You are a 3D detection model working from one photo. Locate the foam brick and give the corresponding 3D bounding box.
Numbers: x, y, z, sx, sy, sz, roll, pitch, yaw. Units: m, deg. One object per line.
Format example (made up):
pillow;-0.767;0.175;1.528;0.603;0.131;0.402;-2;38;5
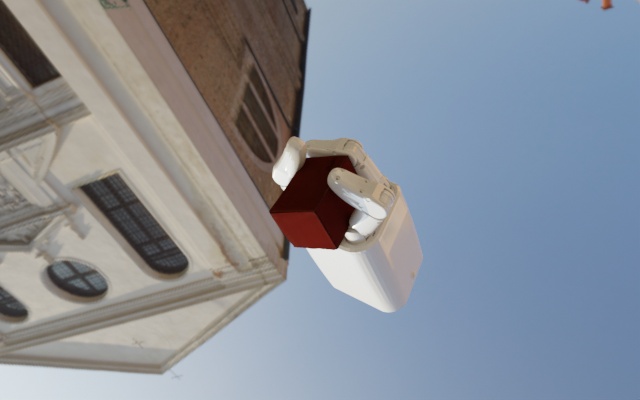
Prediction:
foam brick;0.000;0.002;0.449;0.053;0.051;0.078;0;44;35
